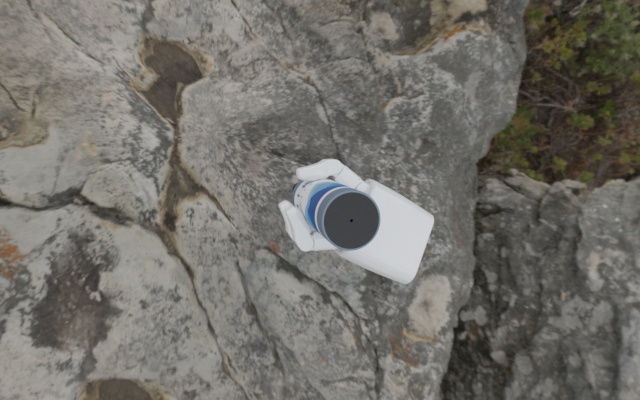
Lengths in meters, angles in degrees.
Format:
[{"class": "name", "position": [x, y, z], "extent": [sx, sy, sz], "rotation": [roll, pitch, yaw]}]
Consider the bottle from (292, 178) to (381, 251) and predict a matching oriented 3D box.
[{"class": "bottle", "position": [0.000, 0.002, 0.653], "extent": [0.069, 0.069, 0.295], "rotation": [0, 8, -13]}]
